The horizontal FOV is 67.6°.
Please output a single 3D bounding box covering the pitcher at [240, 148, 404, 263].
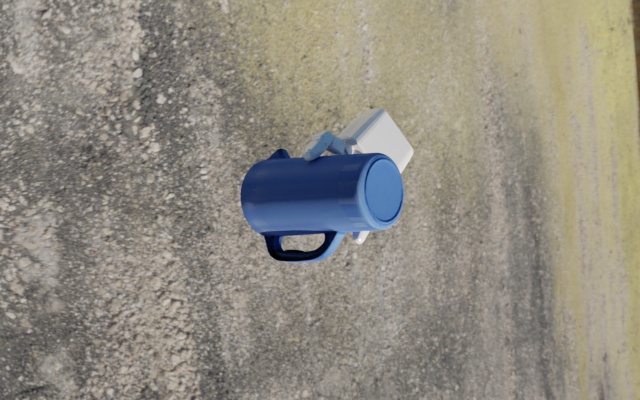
[{"bbox_3d":[0.000,0.002,0.732,0.243,0.149,0.145,-3,34,43],"label":"pitcher"}]
